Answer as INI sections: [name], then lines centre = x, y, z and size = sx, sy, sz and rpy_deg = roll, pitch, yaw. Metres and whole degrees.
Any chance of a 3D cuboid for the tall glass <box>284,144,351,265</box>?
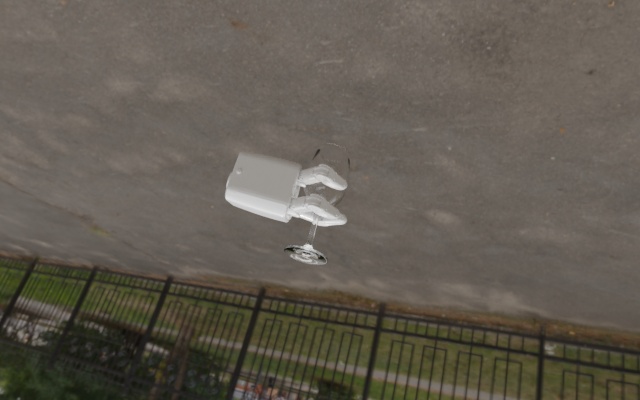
[tall glass]
centre = 0.000, 0.003, 0.813
size = 0.079, 0.201, 0.079
rpy_deg = 13, -25, 6
